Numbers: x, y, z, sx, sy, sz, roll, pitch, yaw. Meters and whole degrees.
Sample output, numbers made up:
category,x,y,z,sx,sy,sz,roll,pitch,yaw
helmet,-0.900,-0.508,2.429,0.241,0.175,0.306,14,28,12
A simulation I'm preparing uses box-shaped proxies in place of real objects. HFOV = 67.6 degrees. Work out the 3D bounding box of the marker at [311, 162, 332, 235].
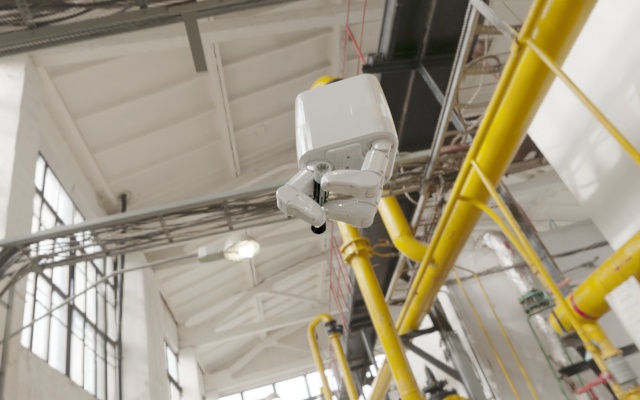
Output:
category,x,y,z,sx,sy,sz,roll,pitch,yaw
marker,0.000,0.002,0.546,0.020,0.020,0.121,0,-36,-3
